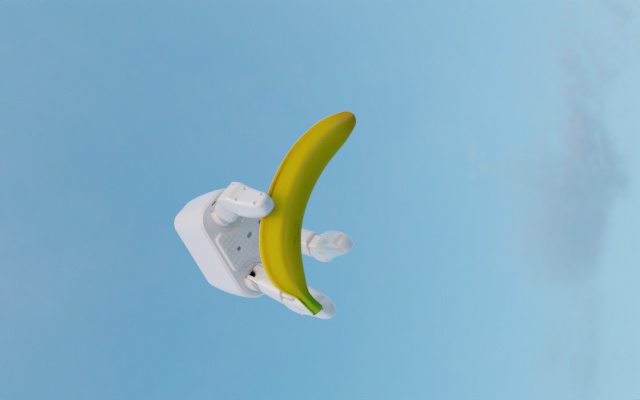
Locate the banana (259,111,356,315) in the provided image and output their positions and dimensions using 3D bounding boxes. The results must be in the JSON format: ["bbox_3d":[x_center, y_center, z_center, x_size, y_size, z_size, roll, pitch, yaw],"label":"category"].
[{"bbox_3d":[-0.016,-0.001,0.439,0.069,0.197,0.037,20,-16,-28],"label":"banana"}]
